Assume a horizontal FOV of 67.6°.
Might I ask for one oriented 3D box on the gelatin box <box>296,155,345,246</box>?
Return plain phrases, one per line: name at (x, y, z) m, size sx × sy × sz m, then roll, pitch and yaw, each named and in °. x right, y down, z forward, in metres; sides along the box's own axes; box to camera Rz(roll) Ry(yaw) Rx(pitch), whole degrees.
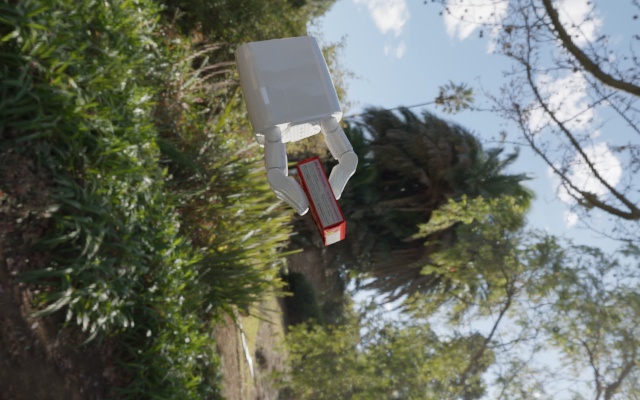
gelatin box at (0.001, 0.002, 0.568) m, size 0.030 × 0.089 × 0.073 m, roll -21°, pitch -18°, yaw -6°
